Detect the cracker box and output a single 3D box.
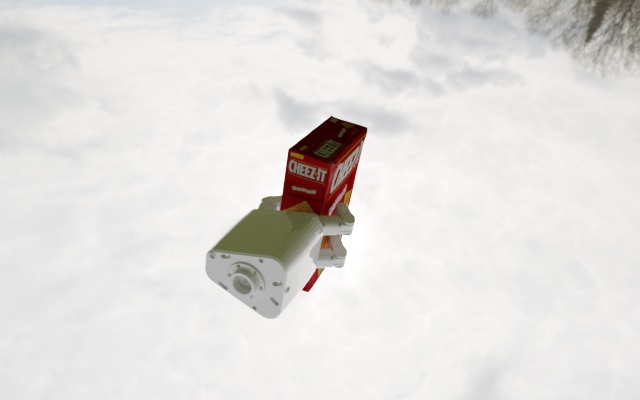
[{"bbox_3d":[0.000,0.002,0.713,0.072,0.214,0.164,19,30,13],"label":"cracker box"}]
